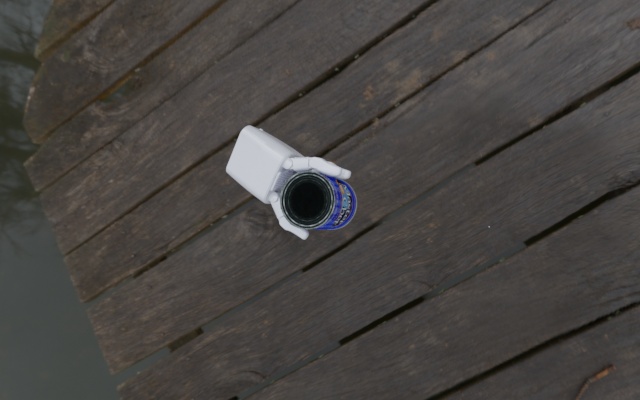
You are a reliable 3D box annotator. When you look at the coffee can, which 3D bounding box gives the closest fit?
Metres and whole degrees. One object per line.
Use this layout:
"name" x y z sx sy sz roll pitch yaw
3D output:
"coffee can" 0.000 0.003 0.881 0.103 0.103 0.140 0 -3 19
